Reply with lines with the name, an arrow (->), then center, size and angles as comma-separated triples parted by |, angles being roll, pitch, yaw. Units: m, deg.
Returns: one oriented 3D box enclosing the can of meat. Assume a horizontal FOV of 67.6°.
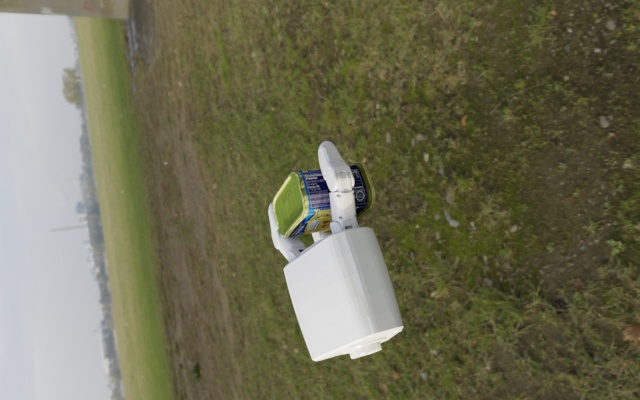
can of meat -> 0.000, 0.002, 0.544 | 0.084, 0.057, 0.102 | -8, -21, -25
